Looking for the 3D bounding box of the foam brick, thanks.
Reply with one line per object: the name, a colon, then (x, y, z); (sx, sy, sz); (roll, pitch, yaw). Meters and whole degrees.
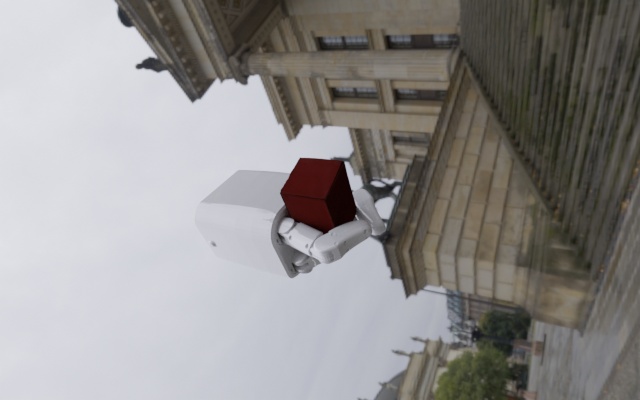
foam brick: (0.000, 0.001, 0.491); (0.051, 0.053, 0.078); (10, -38, 25)
